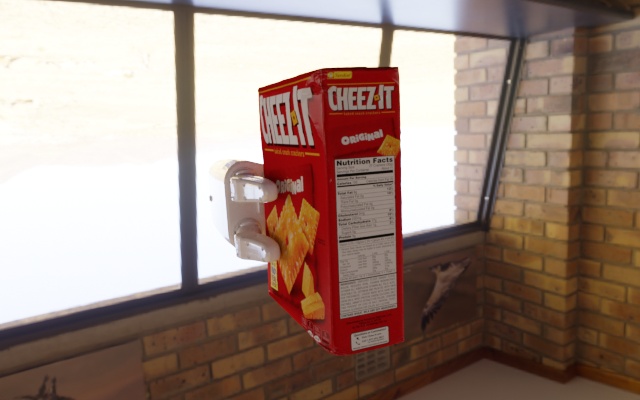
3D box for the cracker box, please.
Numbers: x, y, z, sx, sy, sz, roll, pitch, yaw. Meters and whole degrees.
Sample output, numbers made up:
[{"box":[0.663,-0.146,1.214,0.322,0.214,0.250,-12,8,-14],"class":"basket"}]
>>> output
[{"box":[0.000,0.002,0.419,0.072,0.214,0.164,-7,10,-23],"class":"cracker box"}]
